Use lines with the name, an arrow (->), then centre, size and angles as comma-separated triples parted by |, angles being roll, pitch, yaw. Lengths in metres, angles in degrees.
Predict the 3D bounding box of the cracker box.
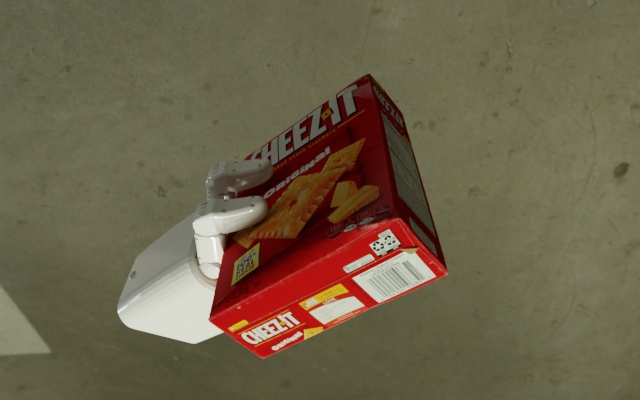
cracker box -> 0.000, 0.002, 0.407 | 0.164, 0.213, 0.072 | -30, -57, 22
